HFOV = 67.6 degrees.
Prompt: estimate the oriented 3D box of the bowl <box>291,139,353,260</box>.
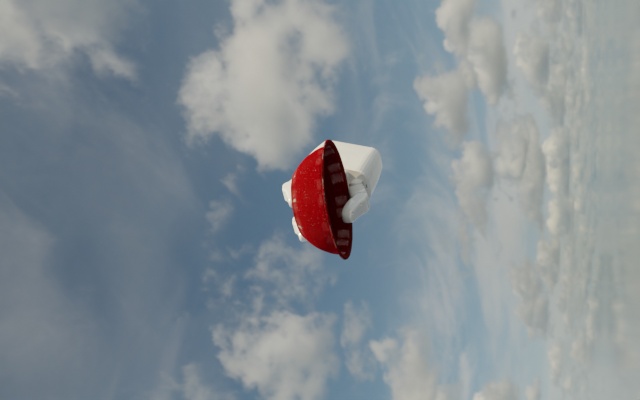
[{"bbox_3d":[-0.001,0.002,0.641,0.055,0.162,0.162,-8,-2,13],"label":"bowl"}]
